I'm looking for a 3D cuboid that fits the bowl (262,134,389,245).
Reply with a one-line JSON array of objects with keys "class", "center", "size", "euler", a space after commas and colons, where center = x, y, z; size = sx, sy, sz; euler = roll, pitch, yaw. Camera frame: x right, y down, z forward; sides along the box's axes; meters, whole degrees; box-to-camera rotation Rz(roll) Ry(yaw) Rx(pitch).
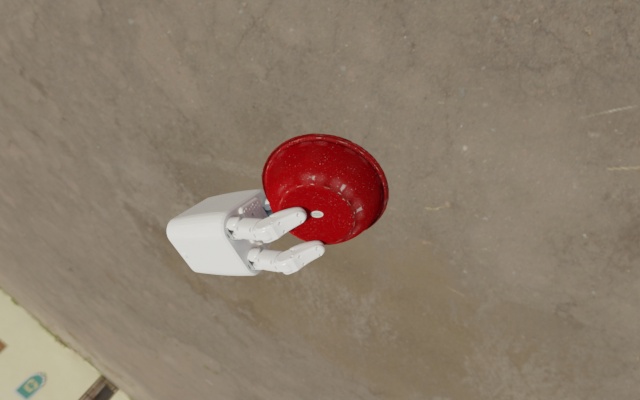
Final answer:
[{"class": "bowl", "center": [0.001, 0.002, 0.577], "size": [0.162, 0.162, 0.055], "euler": [0, 38, 13]}]
